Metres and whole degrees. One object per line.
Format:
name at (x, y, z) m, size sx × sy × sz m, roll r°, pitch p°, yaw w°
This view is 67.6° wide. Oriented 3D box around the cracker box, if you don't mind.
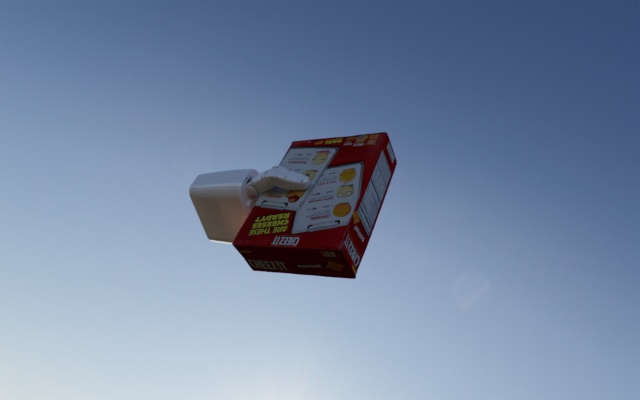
cracker box at (0.000, 0.002, 0.670) m, size 0.164 × 0.213 × 0.072 m, roll -1°, pitch -44°, yaw 31°
